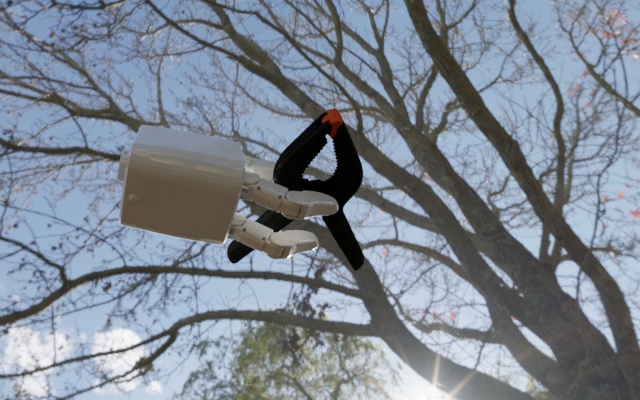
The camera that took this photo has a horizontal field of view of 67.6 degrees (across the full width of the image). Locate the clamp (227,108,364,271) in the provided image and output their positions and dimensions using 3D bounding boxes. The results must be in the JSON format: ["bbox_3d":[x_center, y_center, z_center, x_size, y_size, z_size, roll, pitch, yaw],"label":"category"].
[{"bbox_3d":[0.000,0.001,0.522,0.164,0.210,0.036,10,35,-19],"label":"clamp"}]
